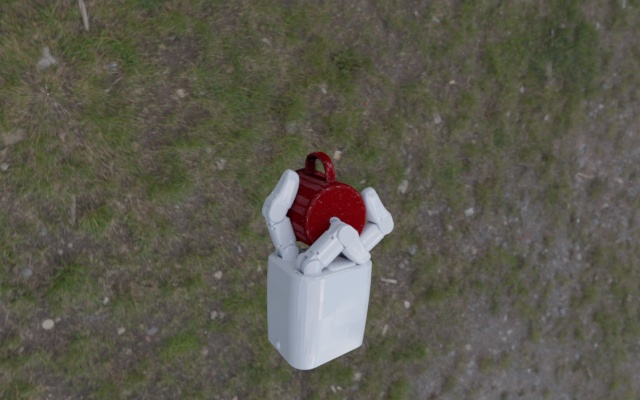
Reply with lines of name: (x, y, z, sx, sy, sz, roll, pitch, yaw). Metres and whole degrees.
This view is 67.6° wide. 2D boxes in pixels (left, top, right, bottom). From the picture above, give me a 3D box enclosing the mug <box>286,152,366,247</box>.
mug: (0.000, 0.000, 0.556, 0.093, 0.117, 0.081, -4, 14, -29)
